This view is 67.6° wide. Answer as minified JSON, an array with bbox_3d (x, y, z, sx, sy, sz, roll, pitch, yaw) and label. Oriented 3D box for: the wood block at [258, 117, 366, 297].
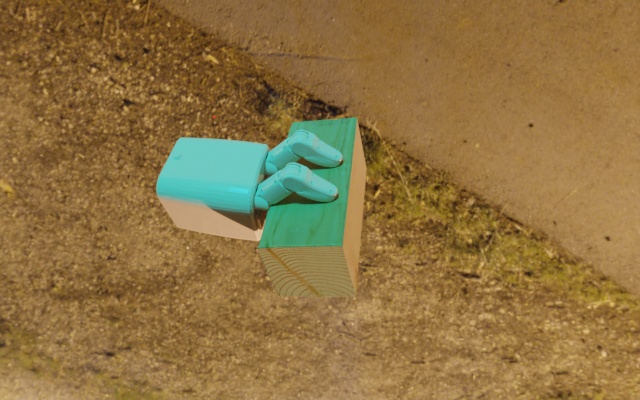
[{"bbox_3d":[0.000,0.002,0.564,0.090,0.206,0.091,-2,-44,13],"label":"wood block"}]
